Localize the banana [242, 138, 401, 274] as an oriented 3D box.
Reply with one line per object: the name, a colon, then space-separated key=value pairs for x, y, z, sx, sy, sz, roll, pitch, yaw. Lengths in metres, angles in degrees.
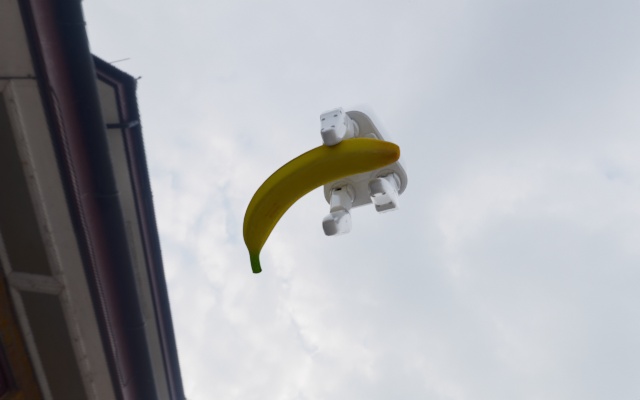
banana: x=-0.015 y=-0.010 z=0.476 sx=0.198 sy=0.069 sz=0.037 roll=-40 pitch=4 yaw=18
